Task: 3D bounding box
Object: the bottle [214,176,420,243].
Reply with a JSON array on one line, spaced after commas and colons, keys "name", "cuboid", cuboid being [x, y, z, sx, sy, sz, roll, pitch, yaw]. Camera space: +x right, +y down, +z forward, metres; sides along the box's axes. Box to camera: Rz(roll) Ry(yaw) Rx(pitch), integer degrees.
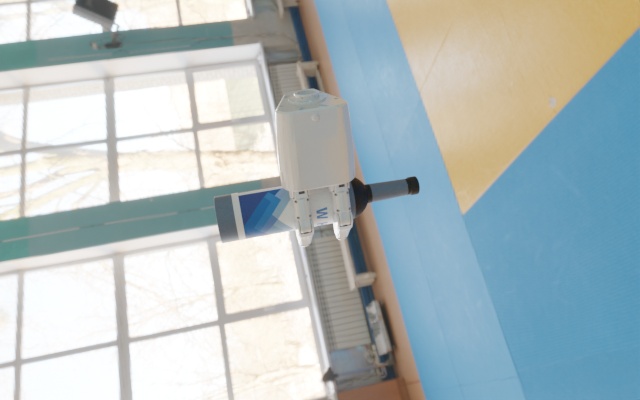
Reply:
[{"name": "bottle", "cuboid": [0.000, 0.002, 0.690, 0.296, 0.069, 0.069, -10, 2, -9]}]
